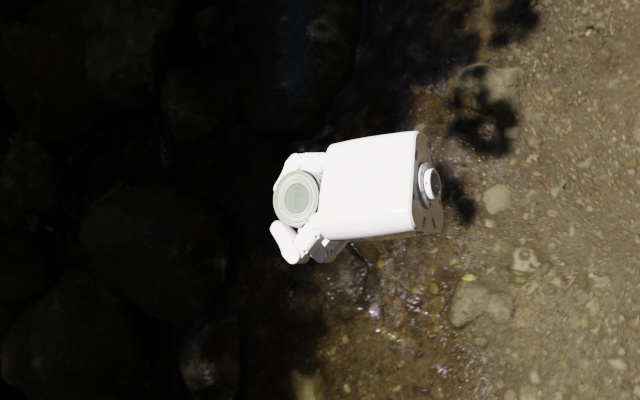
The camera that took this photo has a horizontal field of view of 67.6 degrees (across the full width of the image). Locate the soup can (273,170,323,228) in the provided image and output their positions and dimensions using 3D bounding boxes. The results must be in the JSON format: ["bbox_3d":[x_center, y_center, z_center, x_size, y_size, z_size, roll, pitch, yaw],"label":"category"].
[{"bbox_3d":[0.000,0.002,0.579,0.068,0.068,0.102,0,-5,34],"label":"soup can"}]
